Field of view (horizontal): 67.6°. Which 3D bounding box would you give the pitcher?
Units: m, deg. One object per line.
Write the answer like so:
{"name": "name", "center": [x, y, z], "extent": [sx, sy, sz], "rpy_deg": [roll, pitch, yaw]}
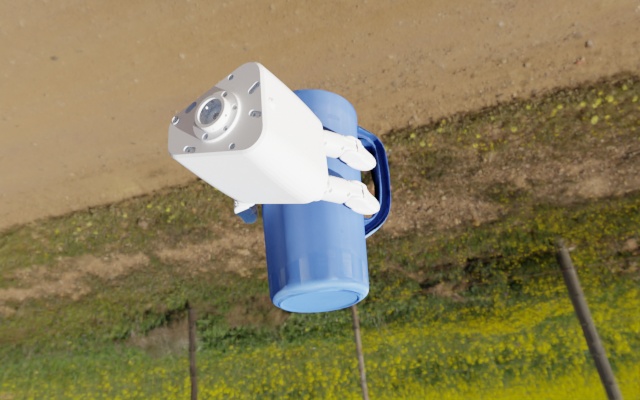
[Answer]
{"name": "pitcher", "center": [0.000, 0.002, 0.568], "extent": [0.149, 0.242, 0.145], "rpy_deg": [-16, -28, 20]}
